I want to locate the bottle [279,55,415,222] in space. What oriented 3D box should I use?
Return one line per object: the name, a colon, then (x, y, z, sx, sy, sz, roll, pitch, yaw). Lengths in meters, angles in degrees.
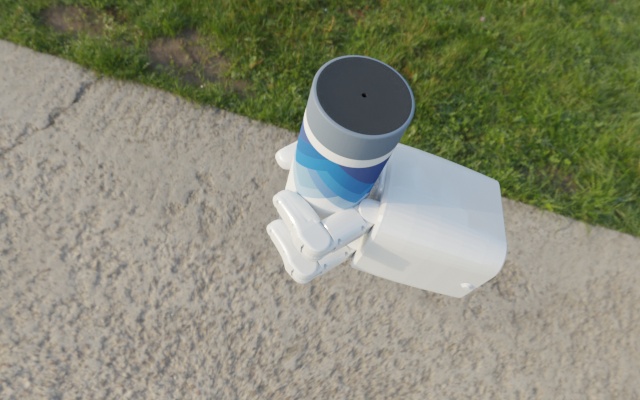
bottle: (0.000, 0.001, 0.425, 0.069, 0.069, 0.296, 0, -27, -12)
